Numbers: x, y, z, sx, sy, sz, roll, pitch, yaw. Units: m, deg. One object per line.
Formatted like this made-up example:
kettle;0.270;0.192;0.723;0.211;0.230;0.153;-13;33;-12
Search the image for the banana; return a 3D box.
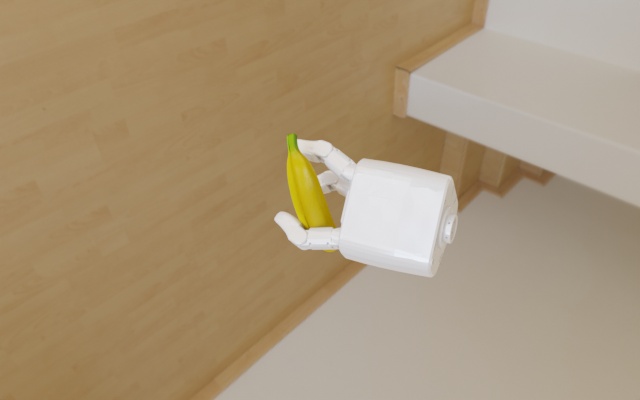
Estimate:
banana;-0.004;0.013;0.597;0.037;0.198;0.069;-4;43;16
